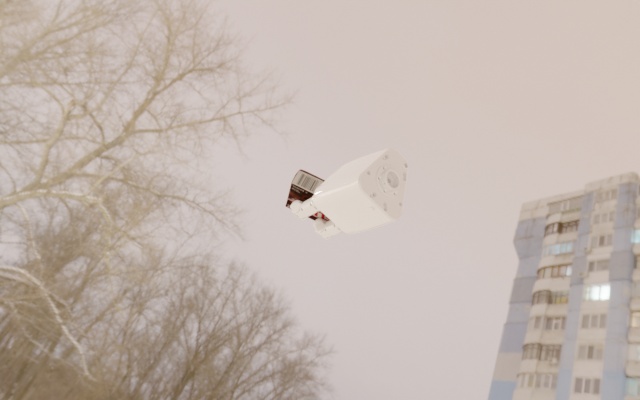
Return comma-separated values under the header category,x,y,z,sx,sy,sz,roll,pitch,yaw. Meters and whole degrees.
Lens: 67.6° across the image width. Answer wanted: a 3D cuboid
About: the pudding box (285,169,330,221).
category,x,y,z,sx,sy,sz,roll,pitch,yaw
pudding box,0.000,0.003,0.826,0.113,0.039,0.090,28,-29,3
